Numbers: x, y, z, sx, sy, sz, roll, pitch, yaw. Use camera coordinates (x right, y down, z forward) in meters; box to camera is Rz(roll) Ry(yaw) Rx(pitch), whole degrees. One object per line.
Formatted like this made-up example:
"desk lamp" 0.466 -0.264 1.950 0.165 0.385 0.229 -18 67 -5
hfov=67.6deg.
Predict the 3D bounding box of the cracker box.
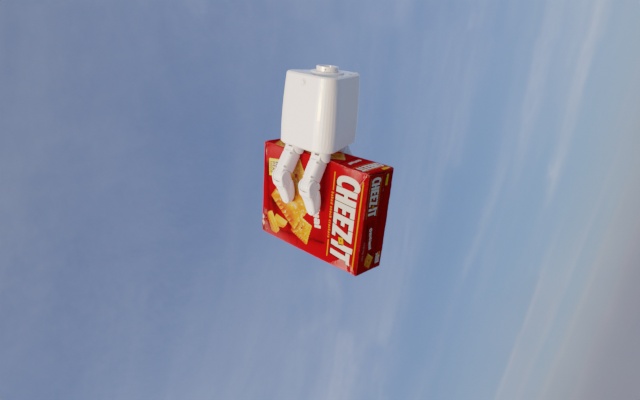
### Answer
"cracker box" 0.000 0.002 0.761 0.213 0.164 0.072 22 27 38
